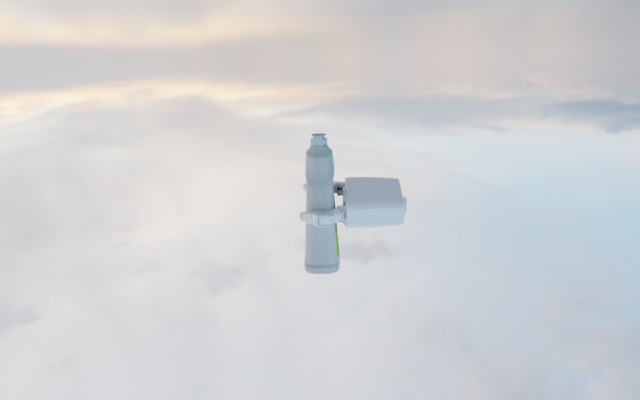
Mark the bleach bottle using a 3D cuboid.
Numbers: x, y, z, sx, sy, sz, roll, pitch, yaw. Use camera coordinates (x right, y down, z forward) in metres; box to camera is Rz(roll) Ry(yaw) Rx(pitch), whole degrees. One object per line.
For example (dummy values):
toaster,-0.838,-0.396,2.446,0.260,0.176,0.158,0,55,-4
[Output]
bleach bottle,0.000,0.003,0.890,0.068,0.251,0.102,-1,17,2
